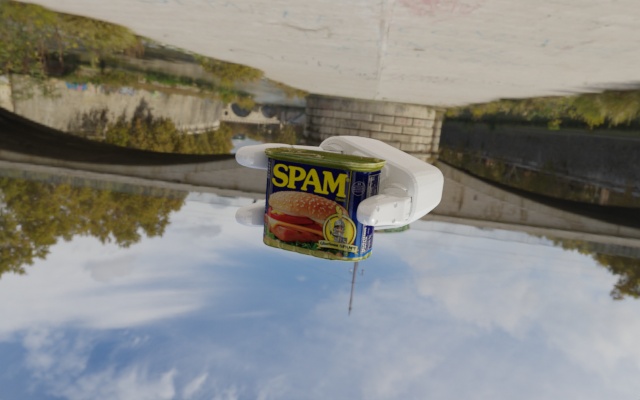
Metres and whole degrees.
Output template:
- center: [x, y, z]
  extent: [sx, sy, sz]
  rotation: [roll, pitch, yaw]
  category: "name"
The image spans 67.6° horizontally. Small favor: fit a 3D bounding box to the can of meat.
- center: [0.000, 0.002, 0.414]
  extent: [0.102, 0.084, 0.057]
  rotation: [10, 12, 24]
  category: "can of meat"
